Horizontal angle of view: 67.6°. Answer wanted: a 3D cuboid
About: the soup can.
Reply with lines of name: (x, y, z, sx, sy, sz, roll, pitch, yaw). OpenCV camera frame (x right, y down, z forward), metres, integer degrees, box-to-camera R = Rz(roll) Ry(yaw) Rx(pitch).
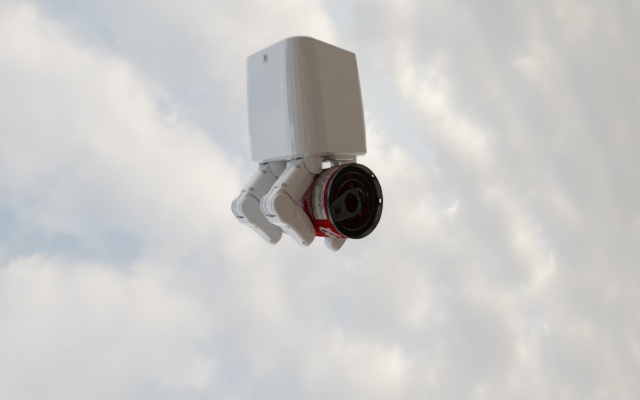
soup can: (0.000, 0.002, 0.460, 0.068, 0.068, 0.102, 0, -1, -40)
